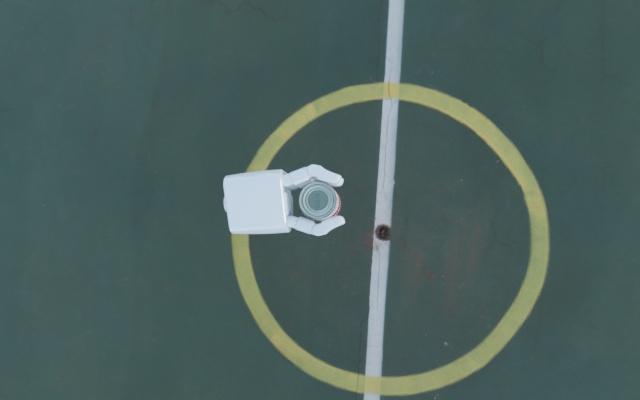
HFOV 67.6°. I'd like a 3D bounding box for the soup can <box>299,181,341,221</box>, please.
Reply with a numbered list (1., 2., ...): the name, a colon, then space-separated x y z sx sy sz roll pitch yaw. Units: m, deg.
1. soup can: 0.001 0.003 0.865 0.068 0.068 0.102 0 -4 7
